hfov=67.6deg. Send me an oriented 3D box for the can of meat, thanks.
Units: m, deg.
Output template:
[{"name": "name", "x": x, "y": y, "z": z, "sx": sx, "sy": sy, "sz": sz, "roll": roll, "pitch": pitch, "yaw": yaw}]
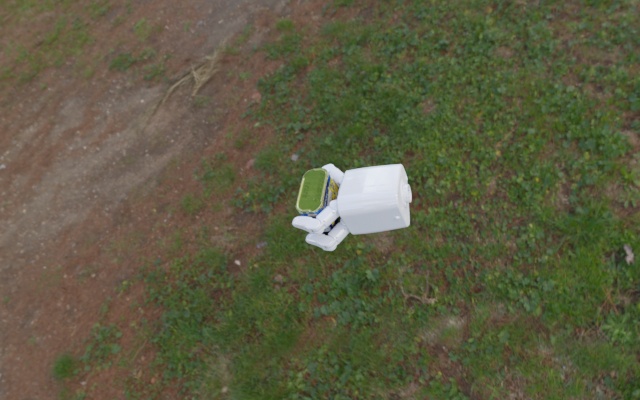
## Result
[{"name": "can of meat", "x": 0.000, "y": 0.003, "z": 0.883, "sx": 0.057, "sy": 0.102, "sz": 0.084, "roll": -5, "pitch": -36, "yaw": 23}]
